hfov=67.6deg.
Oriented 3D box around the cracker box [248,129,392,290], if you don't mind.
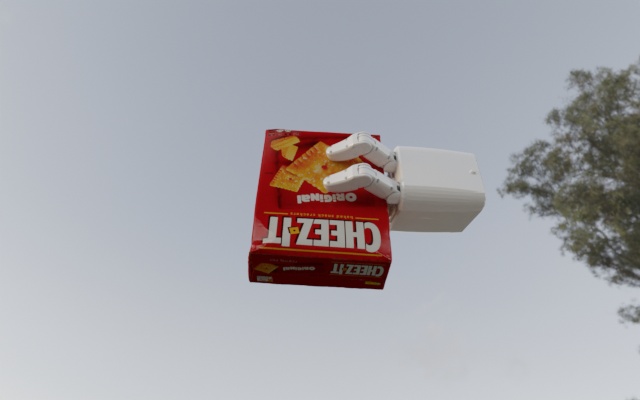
[{"bbox_3d":[0.000,0.002,0.615,0.164,0.213,0.072,3,-41,-2],"label":"cracker box"}]
